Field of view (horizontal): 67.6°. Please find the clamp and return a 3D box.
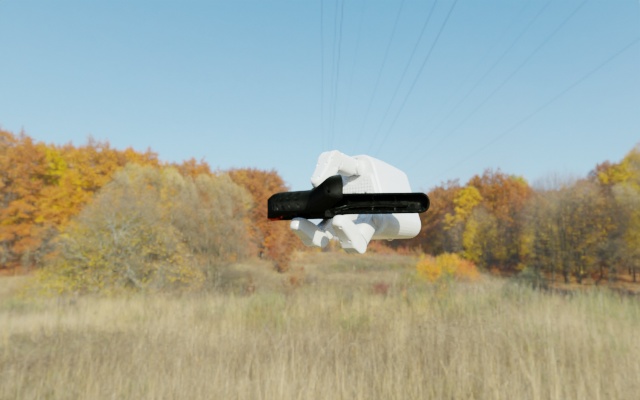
[{"bbox_3d":[0.000,0.001,0.567,0.210,0.036,0.164,-6,-12,38],"label":"clamp"}]
